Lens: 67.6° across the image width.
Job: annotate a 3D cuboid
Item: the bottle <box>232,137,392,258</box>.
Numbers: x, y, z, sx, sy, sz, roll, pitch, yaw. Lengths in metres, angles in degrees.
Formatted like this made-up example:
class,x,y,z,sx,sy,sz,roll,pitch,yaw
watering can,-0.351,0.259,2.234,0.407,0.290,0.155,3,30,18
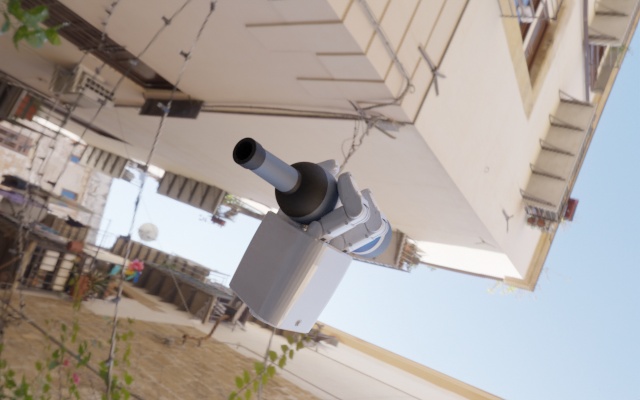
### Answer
class,x,y,z,sx,sy,sz,roll,pitch,yaw
bottle,0.000,0.002,0.557,0.069,0.069,0.296,0,-19,30
